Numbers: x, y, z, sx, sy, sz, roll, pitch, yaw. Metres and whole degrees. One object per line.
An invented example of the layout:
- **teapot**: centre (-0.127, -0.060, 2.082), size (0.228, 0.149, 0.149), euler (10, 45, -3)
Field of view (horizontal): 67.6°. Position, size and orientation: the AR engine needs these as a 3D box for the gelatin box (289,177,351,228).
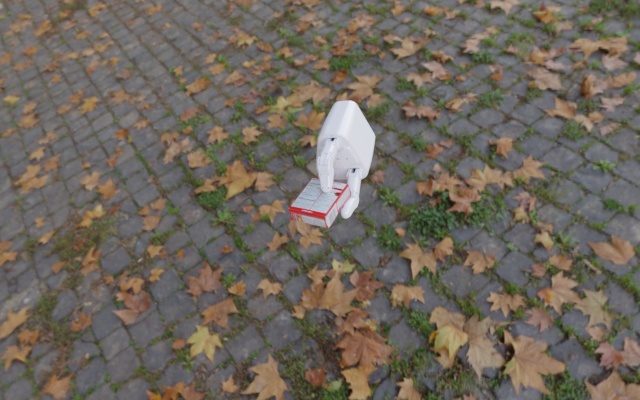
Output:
- **gelatin box**: centre (0.000, 0.003, 0.808), size (0.073, 0.030, 0.089), euler (12, 46, 29)
